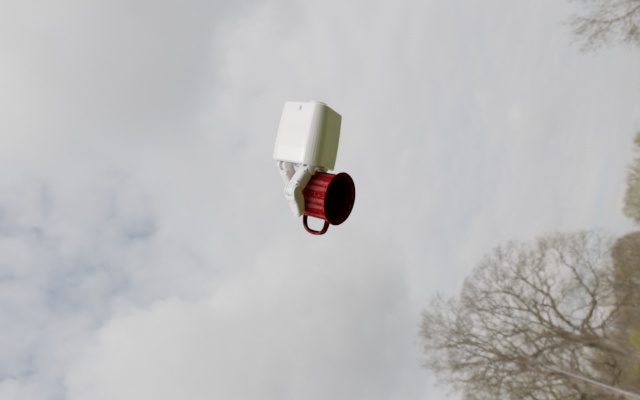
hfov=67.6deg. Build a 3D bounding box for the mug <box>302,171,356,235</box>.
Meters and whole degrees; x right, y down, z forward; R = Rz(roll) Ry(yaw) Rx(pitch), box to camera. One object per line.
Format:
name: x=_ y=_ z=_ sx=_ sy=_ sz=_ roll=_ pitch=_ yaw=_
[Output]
mug: x=0.000 y=0.004 z=0.837 sx=0.081 sy=0.117 sz=0.093 roll=12 pitch=0 yaw=37
